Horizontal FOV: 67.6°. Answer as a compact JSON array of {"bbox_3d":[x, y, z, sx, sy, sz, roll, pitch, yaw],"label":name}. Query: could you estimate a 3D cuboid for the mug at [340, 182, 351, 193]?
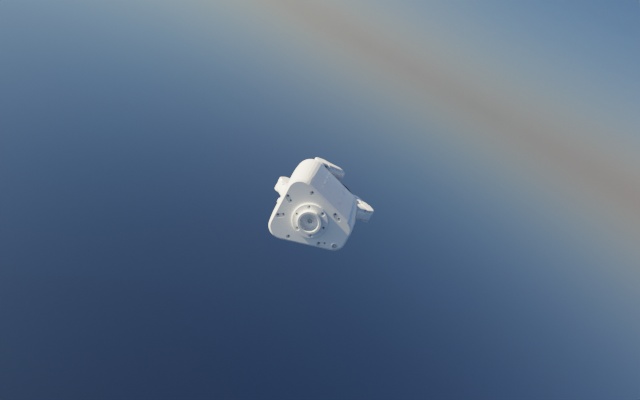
[{"bbox_3d":[0.000,0.002,0.793,0.093,0.081,0.117,28,19,-4],"label":"mug"}]
